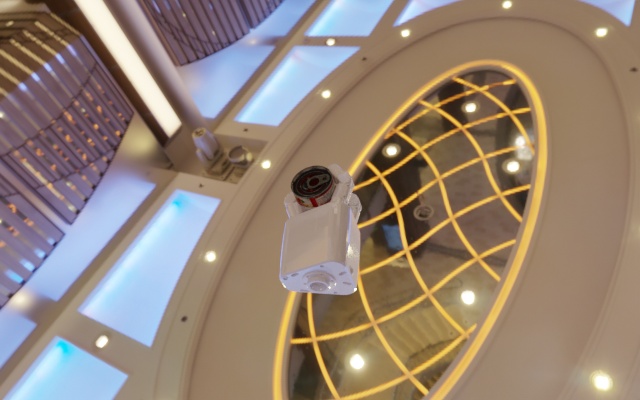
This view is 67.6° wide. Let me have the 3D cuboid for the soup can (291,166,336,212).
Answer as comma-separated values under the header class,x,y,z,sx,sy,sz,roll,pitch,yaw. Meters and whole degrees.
class,x,y,z,sx,sy,sz,roll,pitch,yaw
soup can,0.000,0.002,0.777,0.068,0.068,0.102,0,-40,22
